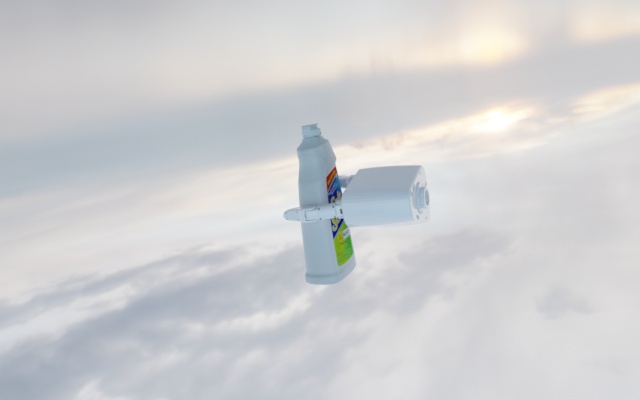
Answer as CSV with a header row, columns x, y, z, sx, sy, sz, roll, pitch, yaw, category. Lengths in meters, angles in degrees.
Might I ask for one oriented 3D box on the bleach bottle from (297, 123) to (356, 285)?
x,y,z,sx,sy,sz,roll,pitch,yaw,category
0.000,0.003,0.778,0.068,0.251,0.102,-4,12,28,bleach bottle
